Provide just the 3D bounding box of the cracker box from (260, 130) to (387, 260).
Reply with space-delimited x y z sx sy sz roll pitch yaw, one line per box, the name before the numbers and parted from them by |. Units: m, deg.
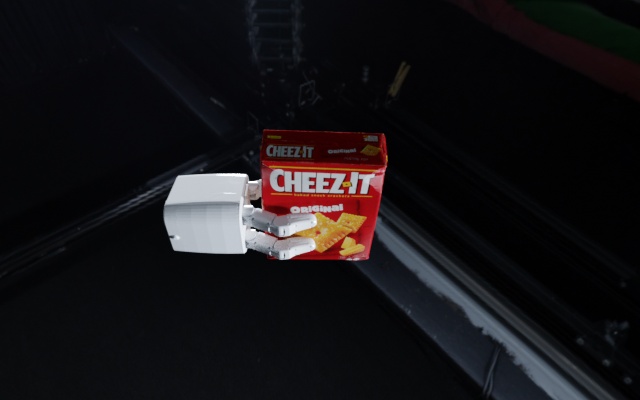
cracker box | 0.000 0.002 0.693 0.164 0.072 0.214 1 -41 -2
